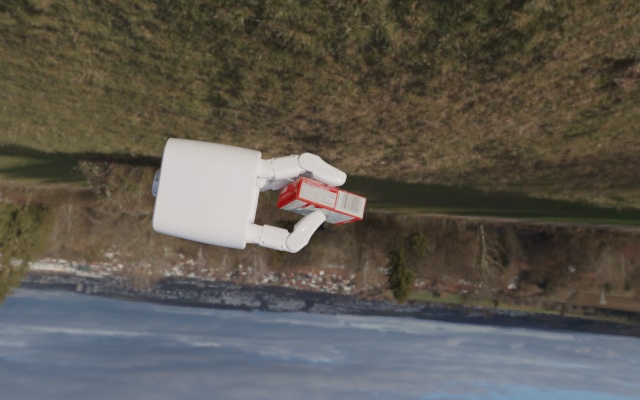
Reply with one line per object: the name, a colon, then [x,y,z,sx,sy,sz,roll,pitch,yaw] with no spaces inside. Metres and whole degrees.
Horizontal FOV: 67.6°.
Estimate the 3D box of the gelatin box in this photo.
gelatin box: [0.000,0.002,0.587,0.089,0.030,0.073,18,-15,-18]
